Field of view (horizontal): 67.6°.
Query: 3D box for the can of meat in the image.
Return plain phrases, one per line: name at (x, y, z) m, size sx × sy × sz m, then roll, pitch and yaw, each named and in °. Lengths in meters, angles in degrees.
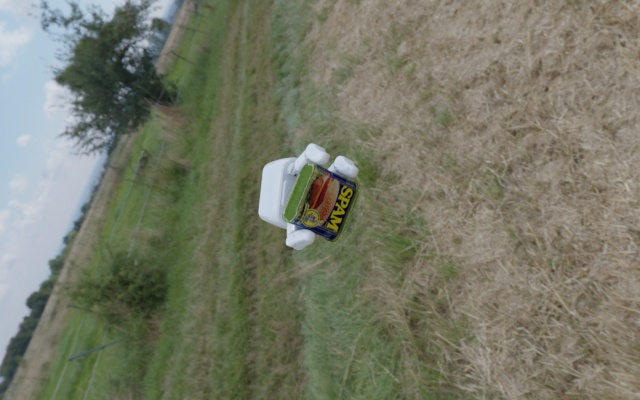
can of meat at (0.000, 0.002, 0.723) m, size 0.084 × 0.102 × 0.057 m, roll 25°, pitch -6°, yaw -25°
